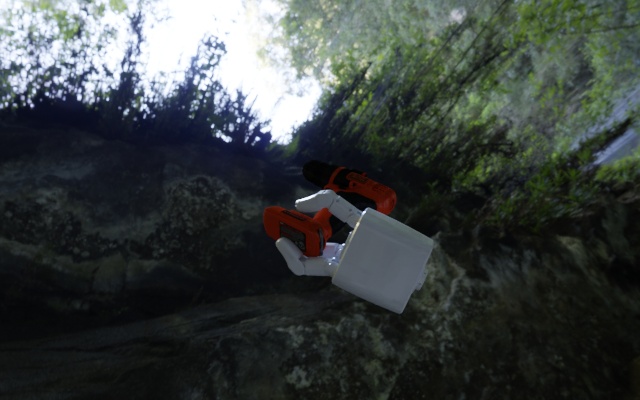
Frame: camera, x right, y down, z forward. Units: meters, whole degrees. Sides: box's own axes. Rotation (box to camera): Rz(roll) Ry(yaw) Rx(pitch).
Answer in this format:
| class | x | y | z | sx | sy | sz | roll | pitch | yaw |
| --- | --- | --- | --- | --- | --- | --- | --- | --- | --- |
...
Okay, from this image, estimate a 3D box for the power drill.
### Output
| class | x | y | z | sx | sy | sz | roll | pitch | yaw |
| --- | --- | --- | --- | --- | --- | --- | --- | --- | --- |
| power drill | 0.000 | 0.003 | 0.759 | 0.184 | 0.057 | 0.187 | 23 | 42 | 33 |
